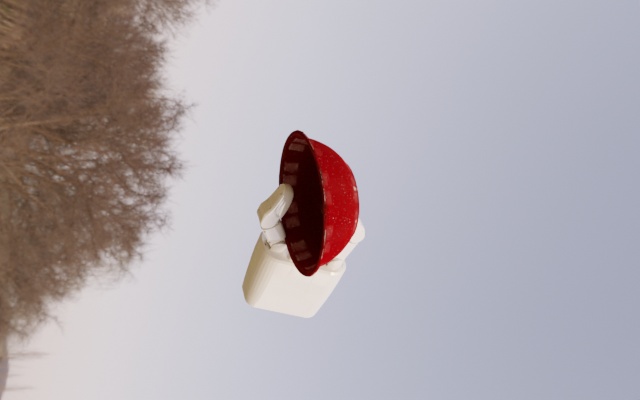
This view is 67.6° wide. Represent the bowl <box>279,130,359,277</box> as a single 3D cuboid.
[{"bbox_3d":[0.001,0.001,0.535,0.055,0.162,0.162,-5,2,-20],"label":"bowl"}]
